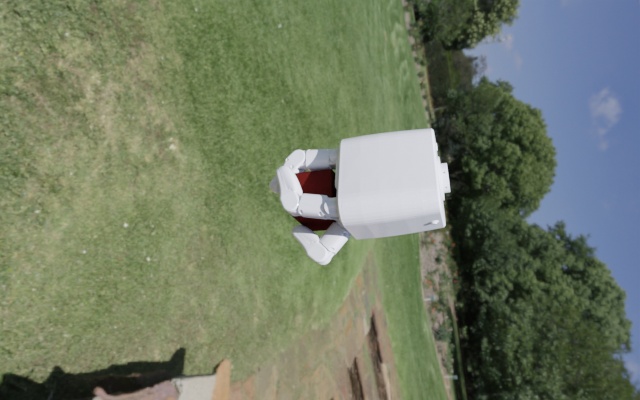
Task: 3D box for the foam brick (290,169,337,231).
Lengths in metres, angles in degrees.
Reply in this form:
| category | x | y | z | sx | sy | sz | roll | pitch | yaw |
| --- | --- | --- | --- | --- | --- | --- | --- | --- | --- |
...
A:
| category | x | y | z | sx | sy | sz | roll | pitch | yaw |
| --- | --- | --- | --- | --- | --- | --- | --- | --- | --- |
| foam brick | 0.000 | 0.002 | 0.578 | 0.051 | 0.053 | 0.078 | -6 | -19 | 16 |
